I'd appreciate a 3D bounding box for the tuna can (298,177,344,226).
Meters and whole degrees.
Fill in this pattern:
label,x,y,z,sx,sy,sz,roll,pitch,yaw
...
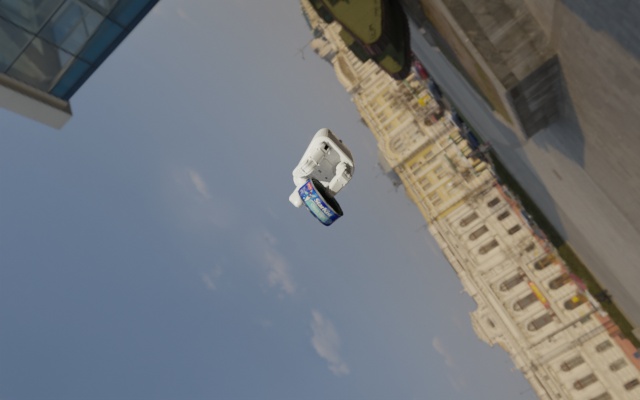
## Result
label,x,y,z,sx,sy,sz,roll,pitch,yaw
tuna can,0.000,0.003,0.830,0.034,0.086,0.086,-39,-10,12
